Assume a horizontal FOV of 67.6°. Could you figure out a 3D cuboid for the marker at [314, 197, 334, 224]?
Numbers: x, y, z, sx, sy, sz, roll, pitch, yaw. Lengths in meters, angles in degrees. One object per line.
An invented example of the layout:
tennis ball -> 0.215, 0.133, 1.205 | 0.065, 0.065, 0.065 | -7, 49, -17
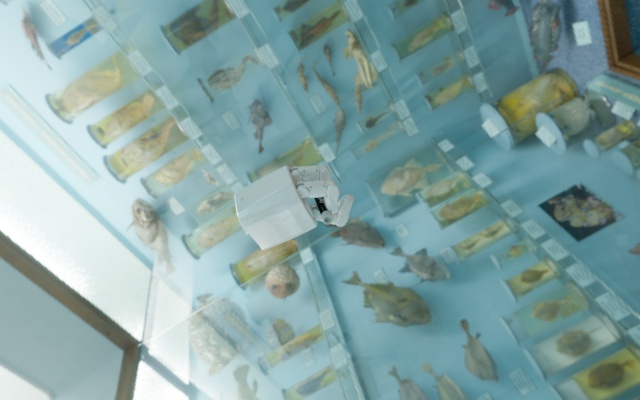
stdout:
marker -> 0.000, 0.003, 0.842 | 0.020, 0.020, 0.121 | 0, 29, -14
